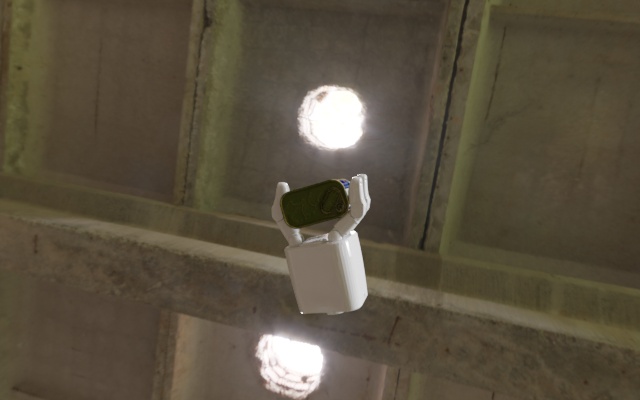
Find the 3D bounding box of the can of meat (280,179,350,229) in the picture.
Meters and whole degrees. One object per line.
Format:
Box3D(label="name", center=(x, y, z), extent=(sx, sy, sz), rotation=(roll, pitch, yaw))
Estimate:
Box3D(label="can of meat", center=(0.000, 0.002, 0.735), extent=(0.102, 0.057, 0.084), rotation=(-16, 1, 15))
